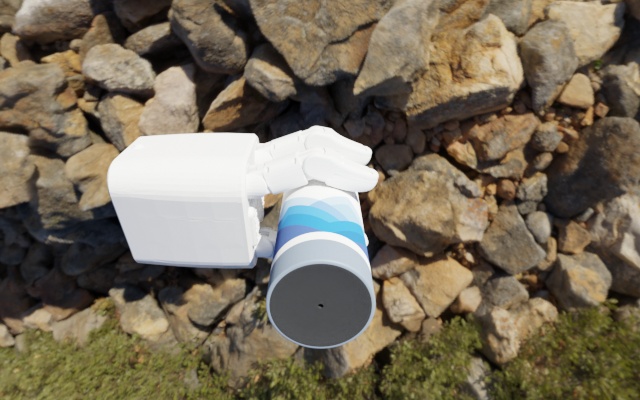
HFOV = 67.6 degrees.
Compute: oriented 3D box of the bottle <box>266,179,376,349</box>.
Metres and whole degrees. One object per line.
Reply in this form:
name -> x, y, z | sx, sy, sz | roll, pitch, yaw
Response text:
bottle -> 0.000, 0.002, 0.419 | 0.069, 0.069, 0.295 | 0, 25, 0
